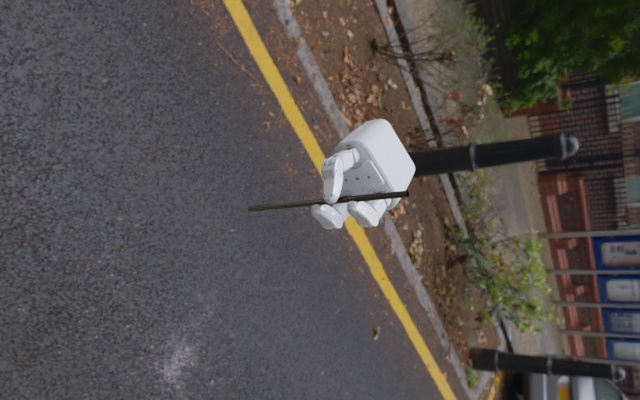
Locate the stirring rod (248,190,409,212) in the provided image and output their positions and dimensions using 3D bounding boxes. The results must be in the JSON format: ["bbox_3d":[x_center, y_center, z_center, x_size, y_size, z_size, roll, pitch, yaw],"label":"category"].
[{"bbox_3d":[0.000,0.002,0.621,0.239,0.011,0.011,-5,-3,32],"label":"stirring rod"}]
